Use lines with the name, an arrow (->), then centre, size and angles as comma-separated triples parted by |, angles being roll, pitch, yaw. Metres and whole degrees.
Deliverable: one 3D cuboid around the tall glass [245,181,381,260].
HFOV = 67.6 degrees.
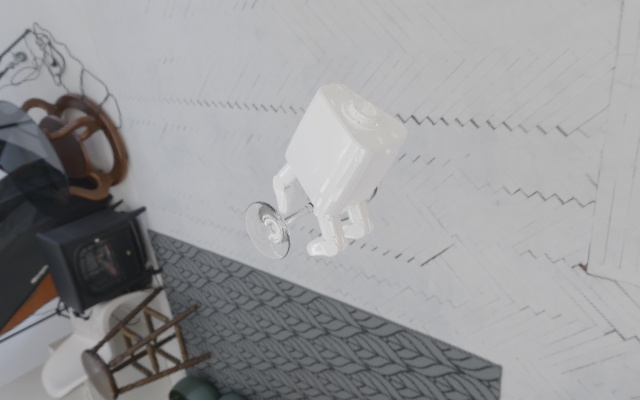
tall glass -> 0.000, 0.002, 0.632 | 0.079, 0.079, 0.201 | 0, 20, 42
